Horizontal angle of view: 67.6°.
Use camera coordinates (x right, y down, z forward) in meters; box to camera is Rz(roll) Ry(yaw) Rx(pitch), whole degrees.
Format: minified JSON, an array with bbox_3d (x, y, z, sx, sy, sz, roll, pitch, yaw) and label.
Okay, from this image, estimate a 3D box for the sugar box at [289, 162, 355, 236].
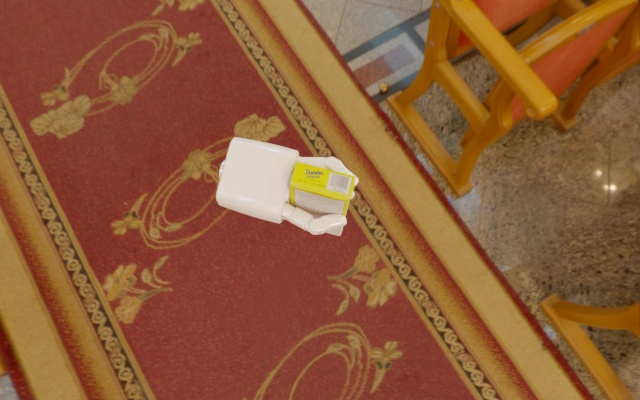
[{"bbox_3d":[0.000,0.002,0.773,0.093,0.048,0.176,15,-19,3],"label":"sugar box"}]
